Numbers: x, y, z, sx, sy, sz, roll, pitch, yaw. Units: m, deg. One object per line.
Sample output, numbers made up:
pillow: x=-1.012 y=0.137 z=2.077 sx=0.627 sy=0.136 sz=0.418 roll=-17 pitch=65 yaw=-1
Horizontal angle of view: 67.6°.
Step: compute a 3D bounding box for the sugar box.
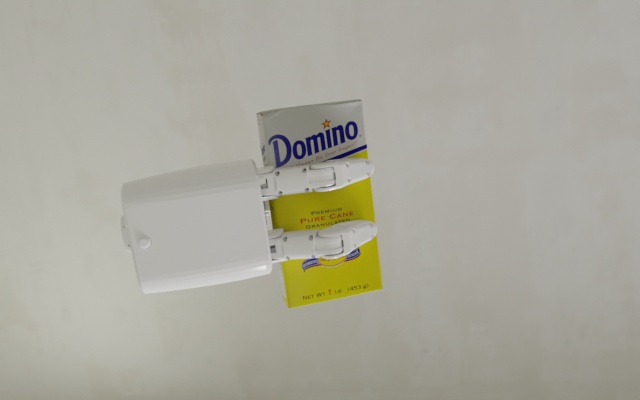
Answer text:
sugar box: x=0.000 y=0.002 z=0.437 sx=0.093 sy=0.176 sz=0.048 roll=-10 pitch=11 yaw=-13
